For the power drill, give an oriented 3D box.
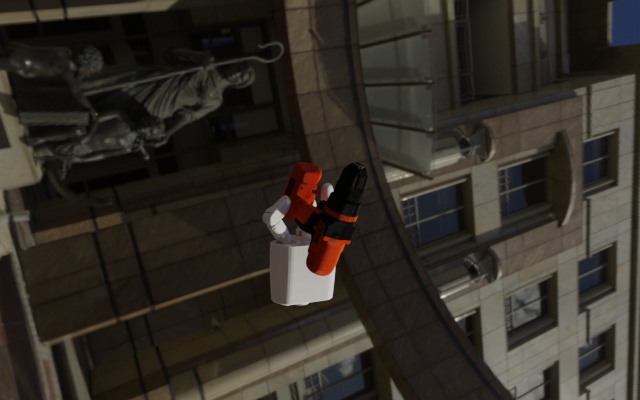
[{"bbox_3d":[0.000,0.003,0.776,0.057,0.184,0.187,14,17,-27],"label":"power drill"}]
